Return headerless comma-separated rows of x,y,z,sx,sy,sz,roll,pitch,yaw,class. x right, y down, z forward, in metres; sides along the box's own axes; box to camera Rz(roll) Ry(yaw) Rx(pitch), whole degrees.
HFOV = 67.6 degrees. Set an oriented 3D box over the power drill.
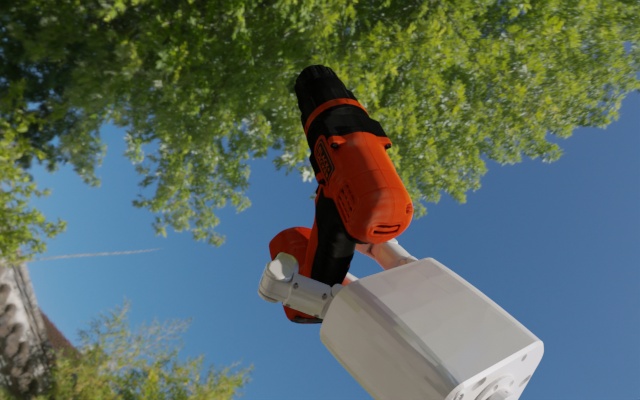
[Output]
0.000,0.002,0.410,0.057,0.184,0.188,-1,-44,-19,power drill
